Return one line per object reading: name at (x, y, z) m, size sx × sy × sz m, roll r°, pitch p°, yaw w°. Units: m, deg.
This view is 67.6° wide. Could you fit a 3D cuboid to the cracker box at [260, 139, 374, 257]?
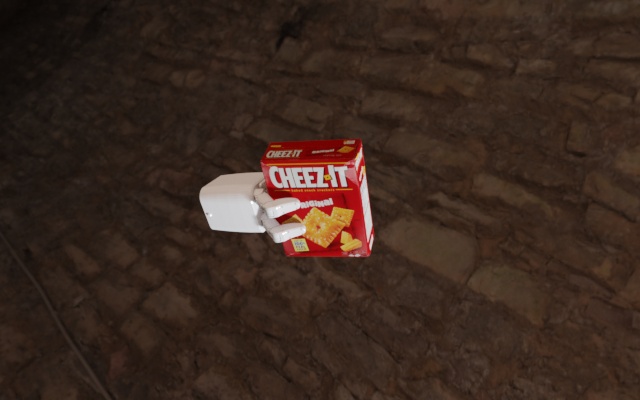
cracker box at (0.000, 0.003, 0.844) m, size 0.164 × 0.214 × 0.072 m, roll -1°, pitch 37°, yaw 15°
